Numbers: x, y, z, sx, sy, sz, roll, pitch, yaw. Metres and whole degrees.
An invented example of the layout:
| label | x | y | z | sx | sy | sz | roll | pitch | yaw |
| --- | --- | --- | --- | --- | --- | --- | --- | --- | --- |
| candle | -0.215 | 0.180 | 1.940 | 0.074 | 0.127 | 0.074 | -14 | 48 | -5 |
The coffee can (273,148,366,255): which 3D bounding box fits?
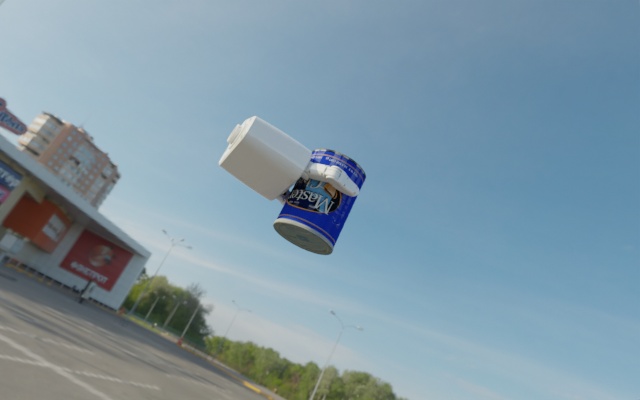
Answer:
| label | x | y | z | sx | sy | sz | roll | pitch | yaw |
| --- | --- | --- | --- | --- | --- | --- | --- | --- | --- |
| coffee can | 0.000 | 0.003 | 0.771 | 0.103 | 0.140 | 0.103 | 22 | -22 | 10 |
